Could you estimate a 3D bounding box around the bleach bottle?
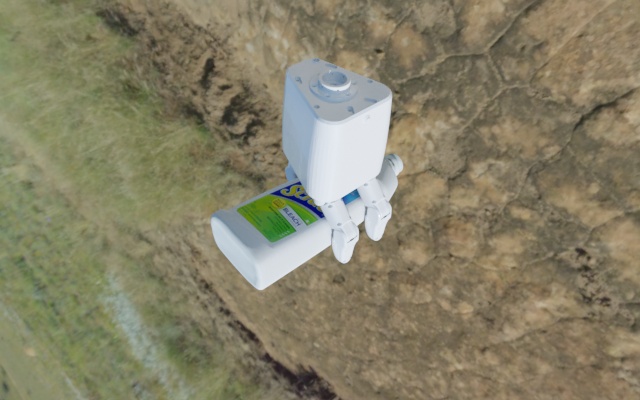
[{"bbox_3d":[0.000,0.002,0.585,0.250,0.068,0.102,-32,57,-28],"label":"bleach bottle"}]
